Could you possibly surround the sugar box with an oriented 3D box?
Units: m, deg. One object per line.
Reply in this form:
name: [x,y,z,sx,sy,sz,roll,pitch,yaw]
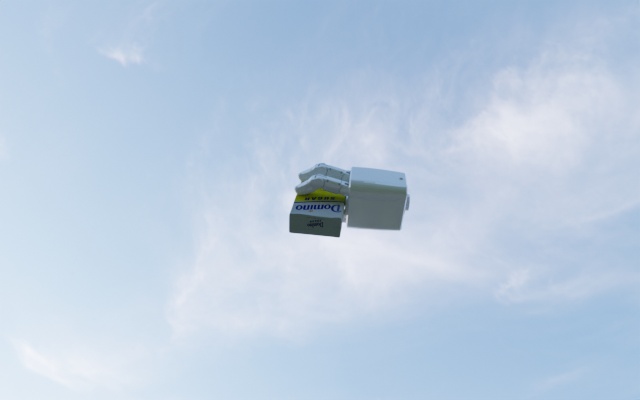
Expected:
sugar box: [0.000,0.002,0.896,0.093,0.048,0.176,5,26,4]
